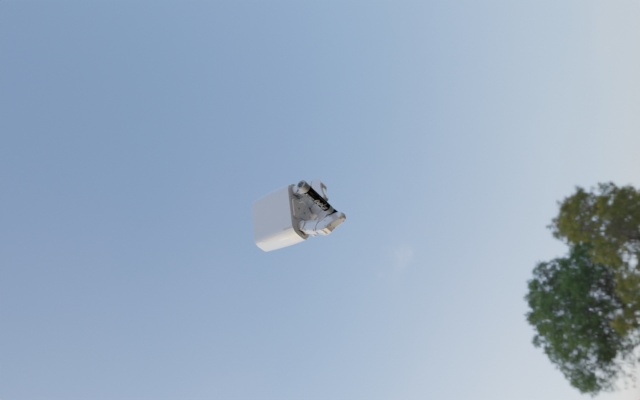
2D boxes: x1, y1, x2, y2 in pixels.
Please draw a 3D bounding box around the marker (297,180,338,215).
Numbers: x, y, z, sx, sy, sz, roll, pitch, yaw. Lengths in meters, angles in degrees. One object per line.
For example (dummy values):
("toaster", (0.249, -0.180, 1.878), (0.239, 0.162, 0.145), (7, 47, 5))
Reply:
("marker", (0.000, 0.003, 0.880), (0.020, 0.020, 0.121), (0, -31, 42))
